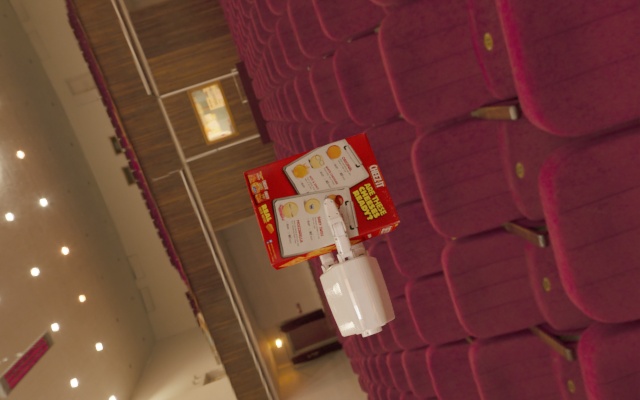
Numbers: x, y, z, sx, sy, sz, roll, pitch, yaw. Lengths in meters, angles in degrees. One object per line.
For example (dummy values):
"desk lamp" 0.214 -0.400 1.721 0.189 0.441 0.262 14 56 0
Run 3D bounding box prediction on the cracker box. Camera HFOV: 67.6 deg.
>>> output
"cracker box" 0.000 0.003 0.789 0.213 0.164 0.072 -18 -15 -3
